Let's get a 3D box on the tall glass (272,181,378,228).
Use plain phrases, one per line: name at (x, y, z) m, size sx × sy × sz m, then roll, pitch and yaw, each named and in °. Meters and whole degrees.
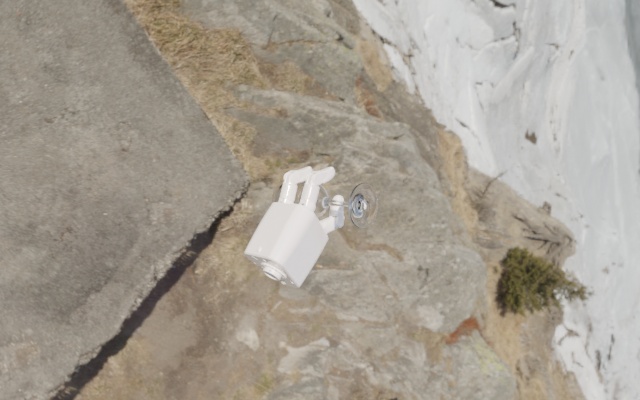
tall glass at (0.001, 0.003, 0.849) m, size 0.201 × 0.079 × 0.079 m, roll 5°, pitch 3°, yaw 45°
